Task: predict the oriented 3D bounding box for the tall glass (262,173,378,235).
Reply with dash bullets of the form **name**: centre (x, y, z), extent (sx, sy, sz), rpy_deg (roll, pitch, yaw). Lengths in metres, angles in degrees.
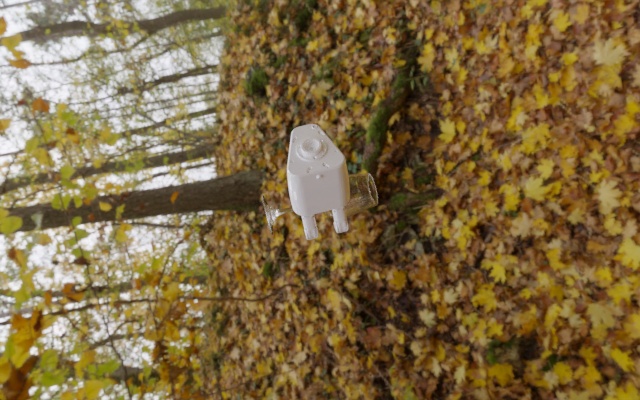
- **tall glass**: centre (-0.001, 0.003, 0.870), extent (0.201, 0.079, 0.079), rpy_deg (-14, 1, -4)
